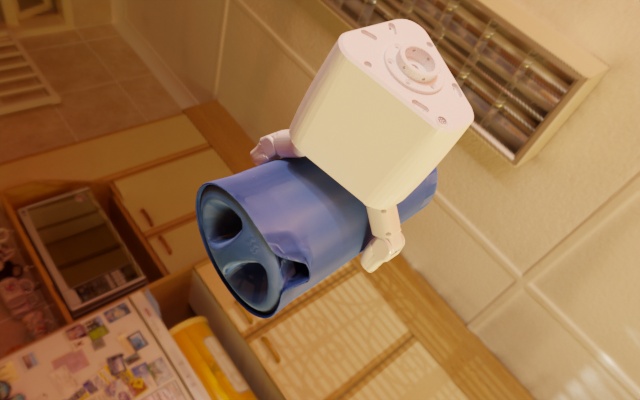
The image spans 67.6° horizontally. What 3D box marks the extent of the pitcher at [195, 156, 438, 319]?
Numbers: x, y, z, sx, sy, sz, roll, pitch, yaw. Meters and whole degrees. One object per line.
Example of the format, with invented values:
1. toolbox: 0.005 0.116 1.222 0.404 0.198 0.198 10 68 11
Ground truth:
1. pitcher: 0.000 0.002 0.498 0.243 0.149 0.145 -26 -18 -34
